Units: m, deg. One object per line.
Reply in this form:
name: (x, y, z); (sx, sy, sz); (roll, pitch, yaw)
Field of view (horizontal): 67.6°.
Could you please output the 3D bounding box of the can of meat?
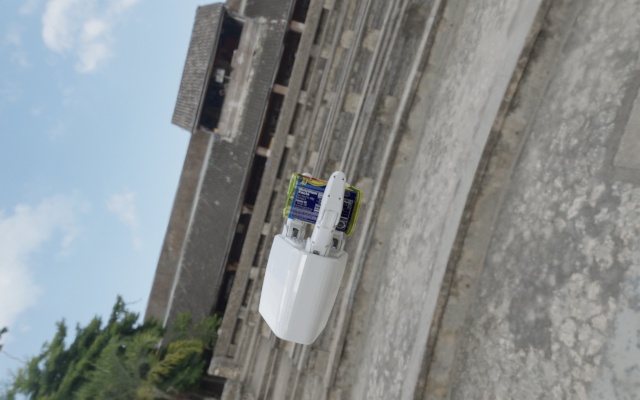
can of meat: (0.000, 0.002, 0.596); (0.084, 0.057, 0.102); (14, 5, -6)
